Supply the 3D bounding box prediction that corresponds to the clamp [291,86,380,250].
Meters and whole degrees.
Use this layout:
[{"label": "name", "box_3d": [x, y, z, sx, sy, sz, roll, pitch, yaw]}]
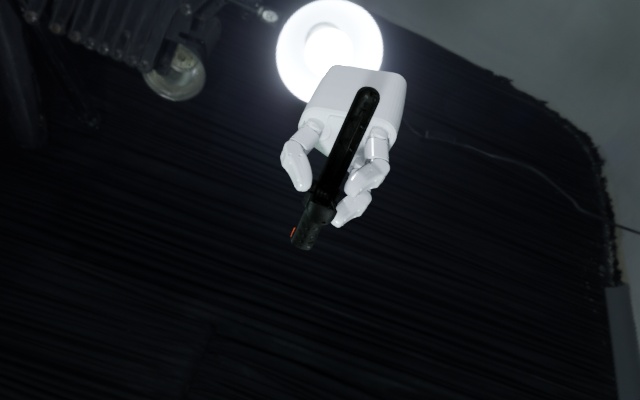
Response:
[{"label": "clamp", "box_3d": [-0.001, 0.001, 0.505, 0.036, 0.164, 0.210, 25, -40, -1]}]
